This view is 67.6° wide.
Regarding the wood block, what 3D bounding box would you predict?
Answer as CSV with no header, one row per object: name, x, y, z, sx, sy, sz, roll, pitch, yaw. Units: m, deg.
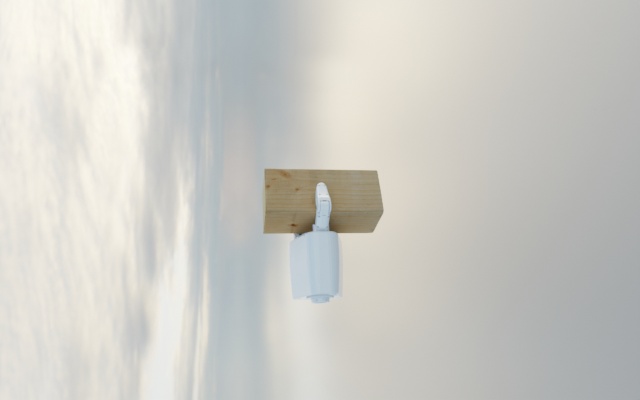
wood block,0.000,0.003,0.871,0.206,0.090,0.091,0,-30,-10
